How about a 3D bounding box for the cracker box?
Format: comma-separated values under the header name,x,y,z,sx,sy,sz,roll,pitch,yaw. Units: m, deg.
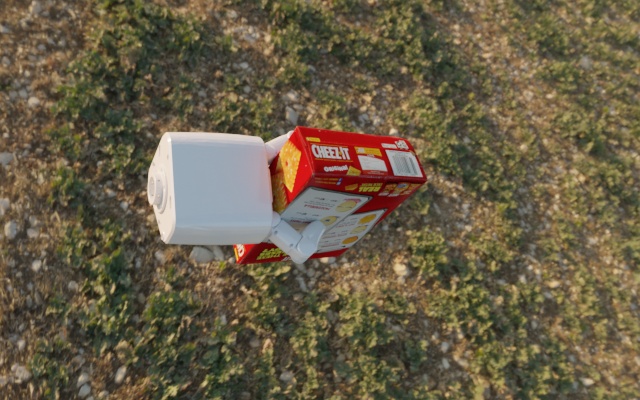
name,x,y,z,sx,sy,sz,roll,pitch,yaw
cracker box,0.000,0.002,0.600,0.164,0.072,0.214,0,-31,-33
